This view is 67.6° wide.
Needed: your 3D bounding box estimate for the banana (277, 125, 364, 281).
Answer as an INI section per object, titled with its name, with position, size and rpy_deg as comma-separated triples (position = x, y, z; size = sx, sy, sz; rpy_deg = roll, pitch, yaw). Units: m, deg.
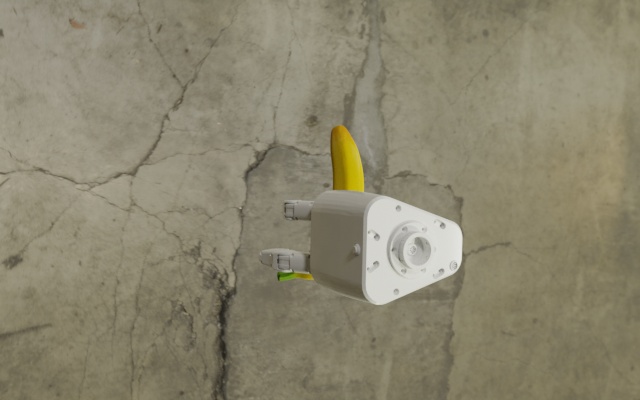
[banana]
position = 0.016, 0.012, 0.561
size = 0.069, 0.198, 0.037
rpy_deg = 22, -6, -15
